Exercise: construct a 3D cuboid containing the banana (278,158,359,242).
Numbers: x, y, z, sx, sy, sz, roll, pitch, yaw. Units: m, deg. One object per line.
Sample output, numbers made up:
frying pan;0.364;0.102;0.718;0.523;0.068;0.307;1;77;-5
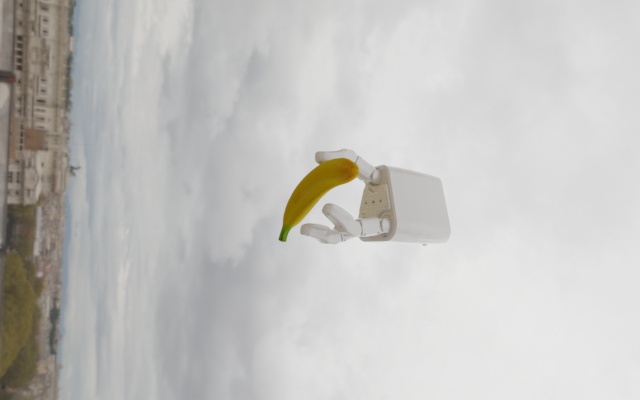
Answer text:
banana;-0.003;-0.012;0.650;0.037;0.069;0.198;12;-36;-26
